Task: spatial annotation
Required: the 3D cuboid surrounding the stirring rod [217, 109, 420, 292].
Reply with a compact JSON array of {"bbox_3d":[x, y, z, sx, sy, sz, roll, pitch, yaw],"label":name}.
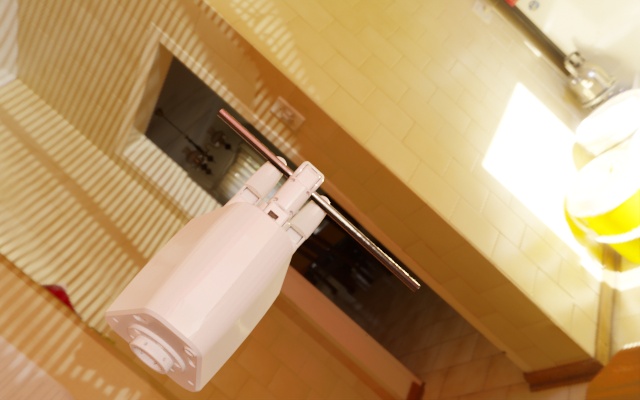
[{"bbox_3d":[0.000,0.002,0.434,0.239,0.011,0.011,42,-4,-4],"label":"stirring rod"}]
